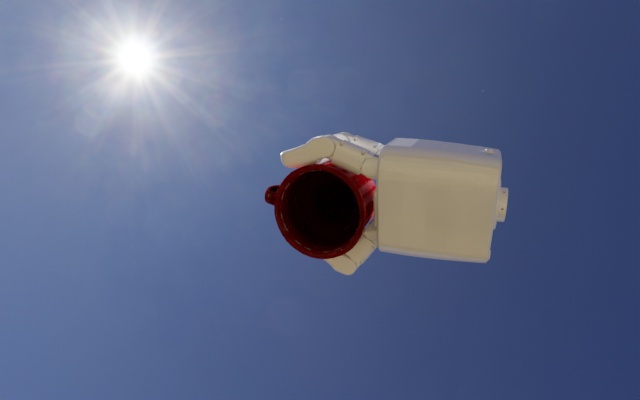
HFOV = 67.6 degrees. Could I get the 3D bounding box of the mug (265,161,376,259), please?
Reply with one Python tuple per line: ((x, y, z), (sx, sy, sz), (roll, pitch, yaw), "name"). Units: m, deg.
((-0.001, 0.001, 0.494), (0.117, 0.093, 0.081), (8, 15, 18), "mug")
